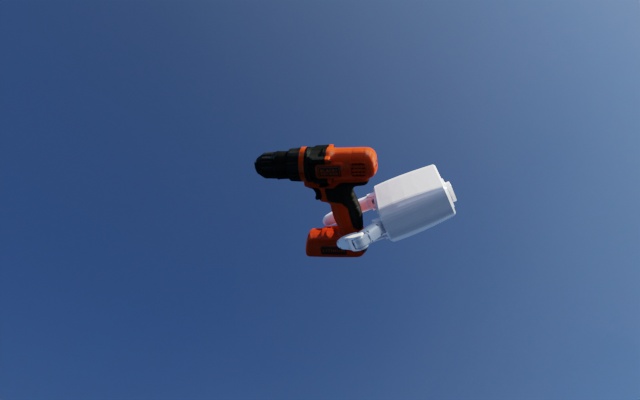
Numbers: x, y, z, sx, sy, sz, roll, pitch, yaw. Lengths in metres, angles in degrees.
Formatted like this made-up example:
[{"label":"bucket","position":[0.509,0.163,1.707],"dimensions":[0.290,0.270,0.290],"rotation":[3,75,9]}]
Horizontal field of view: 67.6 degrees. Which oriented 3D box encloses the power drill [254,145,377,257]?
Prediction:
[{"label":"power drill","position":[0.000,0.003,0.742],"dimensions":[0.184,0.188,0.057],"rotation":[0,36,14]}]
